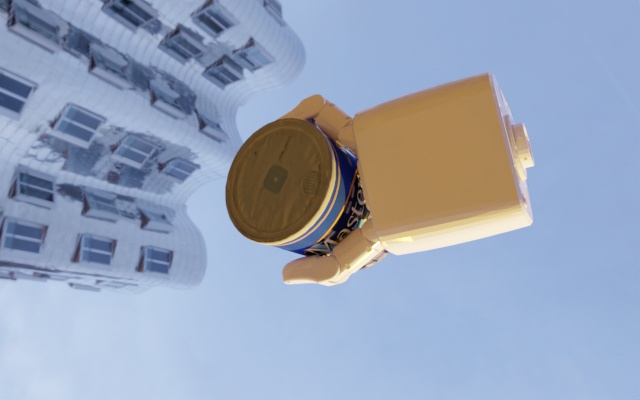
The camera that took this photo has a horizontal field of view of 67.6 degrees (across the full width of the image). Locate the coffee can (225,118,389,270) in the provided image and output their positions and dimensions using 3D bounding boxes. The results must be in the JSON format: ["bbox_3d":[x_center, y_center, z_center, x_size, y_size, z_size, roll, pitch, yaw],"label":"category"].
[{"bbox_3d":[0.000,0.001,0.427,0.103,0.102,0.140,0,-15,32],"label":"coffee can"}]
